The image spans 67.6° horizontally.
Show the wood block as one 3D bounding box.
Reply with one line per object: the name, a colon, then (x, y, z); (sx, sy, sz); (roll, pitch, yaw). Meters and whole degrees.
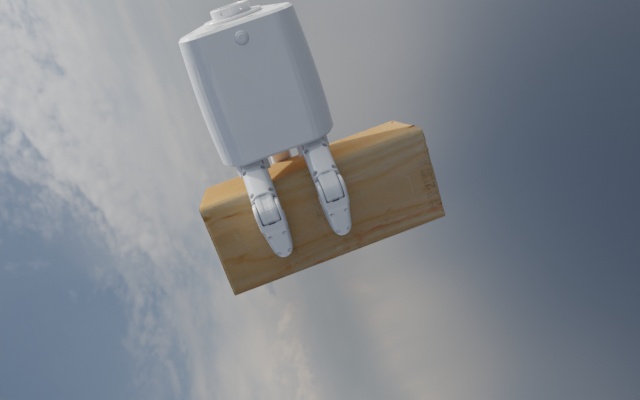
wood block: (0.000, 0.001, 0.465); (0.206, 0.090, 0.090); (-20, 16, -4)
